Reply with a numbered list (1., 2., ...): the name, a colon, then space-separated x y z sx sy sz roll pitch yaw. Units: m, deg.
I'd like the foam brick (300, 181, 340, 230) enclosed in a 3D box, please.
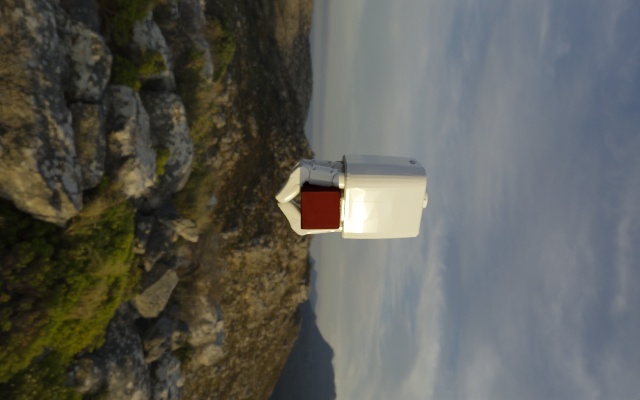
1. foam brick: 0.000 0.002 0.639 0.051 0.053 0.078 1 17 0
